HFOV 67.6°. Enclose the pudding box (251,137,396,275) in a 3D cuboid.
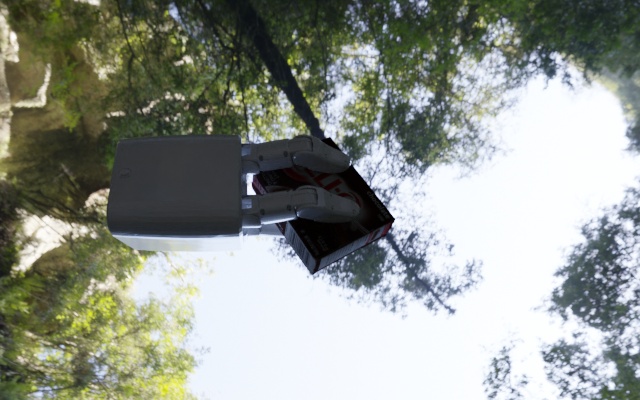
[{"bbox_3d":[0.000,0.002,0.450,0.090,0.113,0.039,-26,-23,-24],"label":"pudding box"}]
